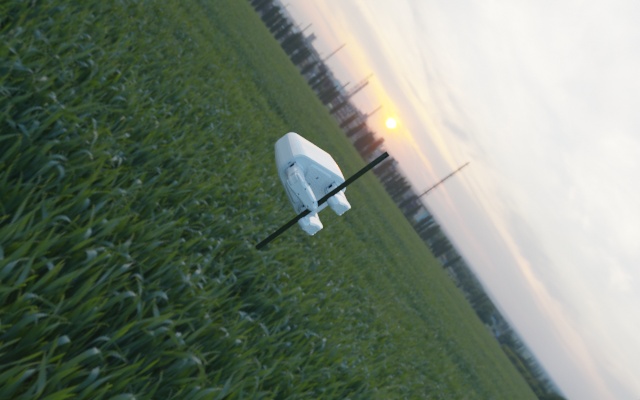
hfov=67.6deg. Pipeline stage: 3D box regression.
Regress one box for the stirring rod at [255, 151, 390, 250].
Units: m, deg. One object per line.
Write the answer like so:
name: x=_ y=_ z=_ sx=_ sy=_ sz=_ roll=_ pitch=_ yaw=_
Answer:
stirring rod: x=0.000 y=0.002 z=0.700 sx=0.239 sy=0.011 sz=0.011 roll=-36 pitch=-7 yaw=10
